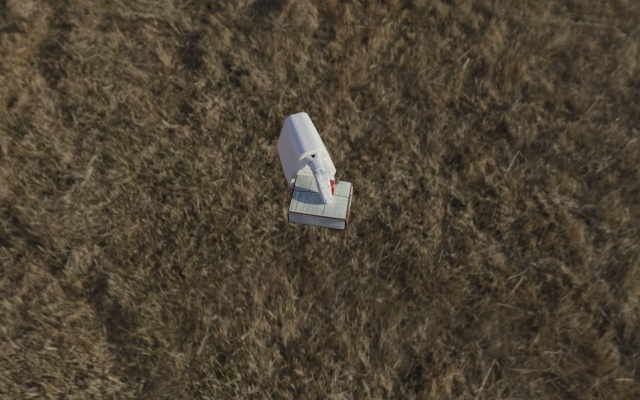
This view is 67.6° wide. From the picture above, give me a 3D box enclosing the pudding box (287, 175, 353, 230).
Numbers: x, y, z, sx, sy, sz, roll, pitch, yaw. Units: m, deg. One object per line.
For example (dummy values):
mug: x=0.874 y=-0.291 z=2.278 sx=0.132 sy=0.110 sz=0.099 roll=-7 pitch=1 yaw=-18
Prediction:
pudding box: x=0.000 y=0.003 z=0.899 sx=0.113 sy=0.090 sz=0.039 roll=7 pitch=-34 yaw=6
